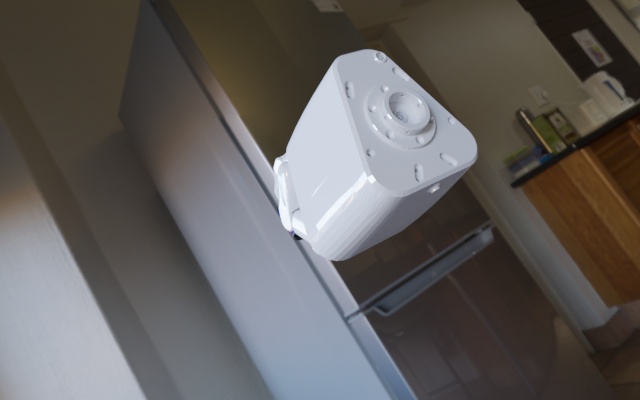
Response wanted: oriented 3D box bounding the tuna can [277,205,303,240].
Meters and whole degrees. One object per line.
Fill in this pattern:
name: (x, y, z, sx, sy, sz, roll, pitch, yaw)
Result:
tuna can: (0.000, 0.001, 0.478, 0.086, 0.033, 0.086, -33, -15, -10)
